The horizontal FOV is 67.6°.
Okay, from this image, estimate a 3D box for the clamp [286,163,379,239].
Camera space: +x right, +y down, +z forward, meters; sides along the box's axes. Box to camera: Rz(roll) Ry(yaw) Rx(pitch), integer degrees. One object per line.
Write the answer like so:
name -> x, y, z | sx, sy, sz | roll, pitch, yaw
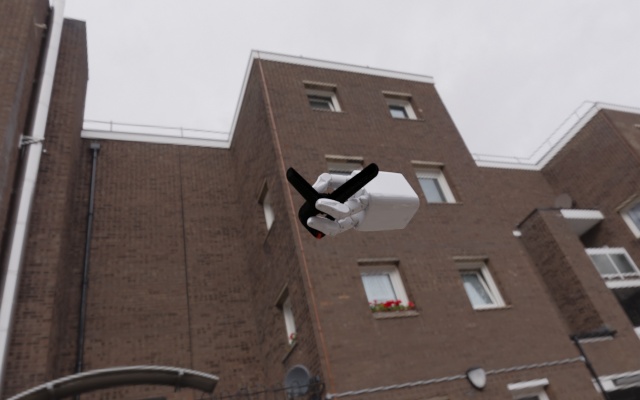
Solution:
clamp -> 0.000, 0.003, 0.888 | 0.164, 0.036, 0.210 | 1, -38, -19
